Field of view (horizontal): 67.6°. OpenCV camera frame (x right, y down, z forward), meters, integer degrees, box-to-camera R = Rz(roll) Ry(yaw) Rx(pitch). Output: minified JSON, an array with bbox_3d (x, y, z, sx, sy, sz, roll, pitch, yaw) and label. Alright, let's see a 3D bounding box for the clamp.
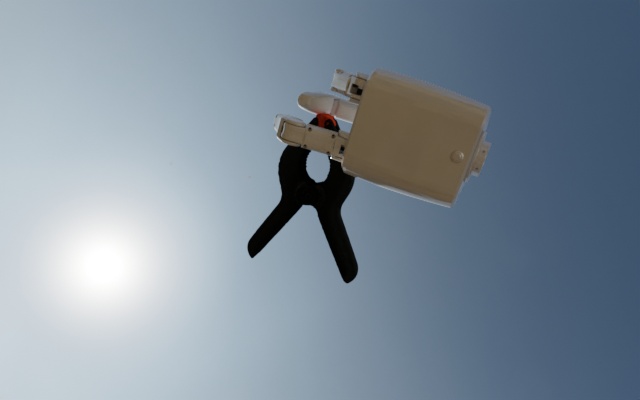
[{"bbox_3d":[0.000,0.001,0.486,0.120,0.171,0.039,20,18,4],"label":"clamp"}]
